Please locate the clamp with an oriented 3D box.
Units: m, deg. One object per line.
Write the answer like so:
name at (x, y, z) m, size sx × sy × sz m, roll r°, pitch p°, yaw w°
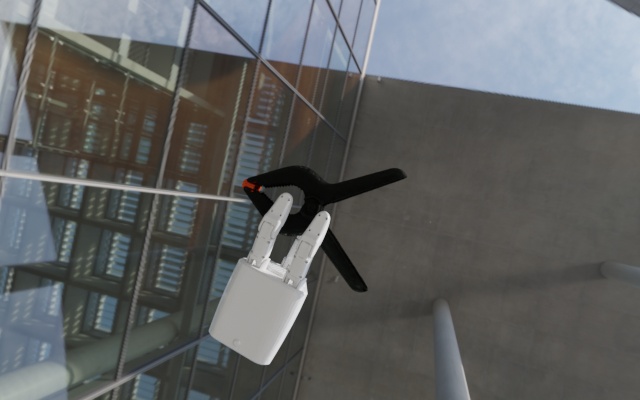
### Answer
clamp at (0.000, 0.002, 0.627) m, size 0.210 × 0.164 × 0.036 m, roll 26°, pitch -1°, yaw 13°
